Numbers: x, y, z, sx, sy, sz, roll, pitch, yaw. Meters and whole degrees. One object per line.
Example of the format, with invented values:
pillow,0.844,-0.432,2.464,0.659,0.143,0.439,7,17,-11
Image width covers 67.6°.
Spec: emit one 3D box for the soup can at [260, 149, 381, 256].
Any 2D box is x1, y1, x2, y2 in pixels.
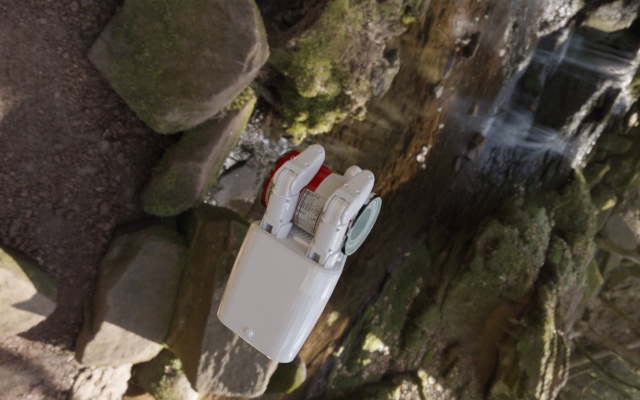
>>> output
soup can,0.001,0.001,0.474,0.102,0.068,0.068,30,11,20
